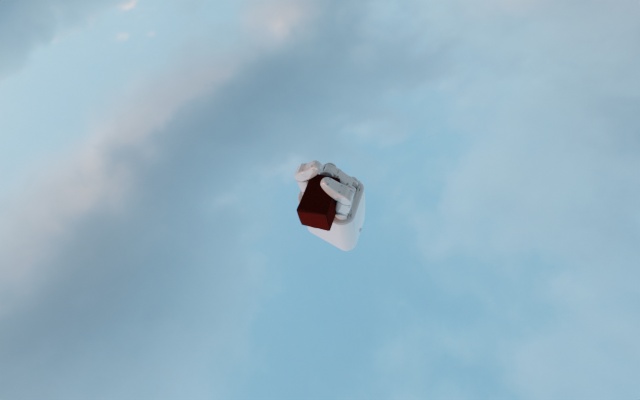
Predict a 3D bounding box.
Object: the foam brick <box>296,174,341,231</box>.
[{"bbox_3d":[0.000,0.003,0.792,0.053,0.078,0.051,12,-31,15],"label":"foam brick"}]
